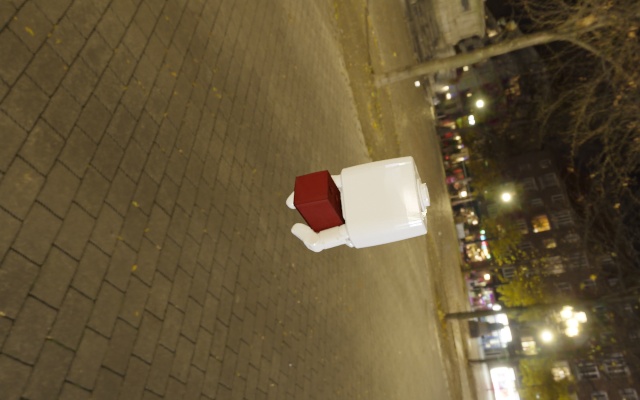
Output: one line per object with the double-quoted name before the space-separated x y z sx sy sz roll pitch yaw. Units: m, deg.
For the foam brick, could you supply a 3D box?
"foam brick" 0.000 0.002 0.689 0.051 0.053 0.078 -12 -38 18
